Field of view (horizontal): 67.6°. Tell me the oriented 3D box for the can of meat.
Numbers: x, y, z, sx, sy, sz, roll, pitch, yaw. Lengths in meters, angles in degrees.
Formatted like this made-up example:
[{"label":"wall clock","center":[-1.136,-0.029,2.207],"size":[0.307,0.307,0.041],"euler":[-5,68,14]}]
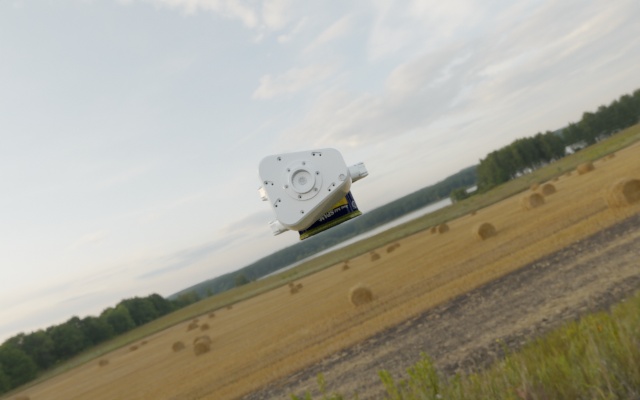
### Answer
[{"label":"can of meat","center":[0.000,0.002,0.721],"size":[0.102,0.084,0.057],"euler":[-24,-5,5]}]
